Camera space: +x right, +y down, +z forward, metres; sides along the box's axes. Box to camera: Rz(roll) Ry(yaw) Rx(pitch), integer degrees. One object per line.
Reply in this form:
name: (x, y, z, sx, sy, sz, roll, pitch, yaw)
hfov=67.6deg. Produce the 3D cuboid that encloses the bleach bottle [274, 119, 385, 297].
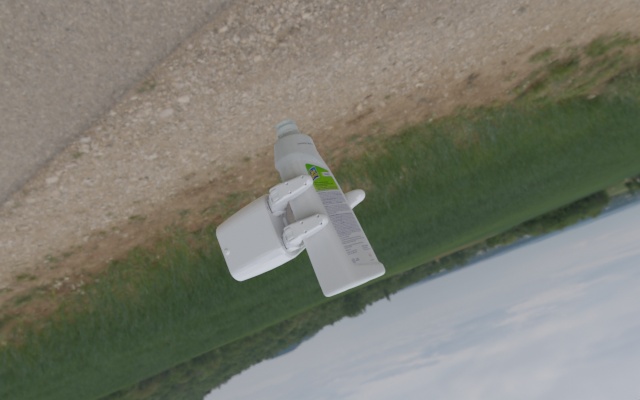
bleach bottle: (0.000, 0.002, 0.671, 0.068, 0.250, 0.102, -30, -14, 29)
